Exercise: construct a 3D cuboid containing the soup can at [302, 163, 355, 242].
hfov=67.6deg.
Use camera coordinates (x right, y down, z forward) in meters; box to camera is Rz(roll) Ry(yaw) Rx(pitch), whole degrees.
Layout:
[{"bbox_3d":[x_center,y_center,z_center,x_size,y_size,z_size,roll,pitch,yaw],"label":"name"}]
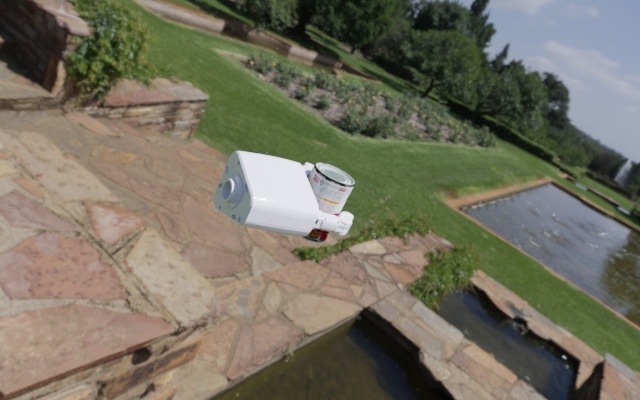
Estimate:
[{"bbox_3d":[0.001,0.002,0.722,0.068,0.102,0.068,23,20,-9],"label":"soup can"}]
